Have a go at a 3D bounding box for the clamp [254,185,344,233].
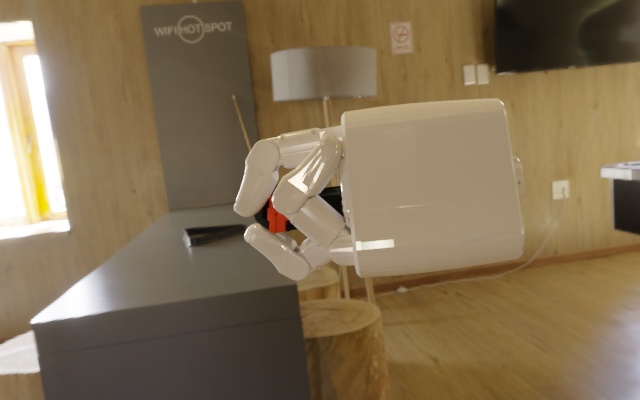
[{"bbox_3d":[0.000,0.001,0.425,0.120,0.039,0.171,-7,8,7],"label":"clamp"}]
